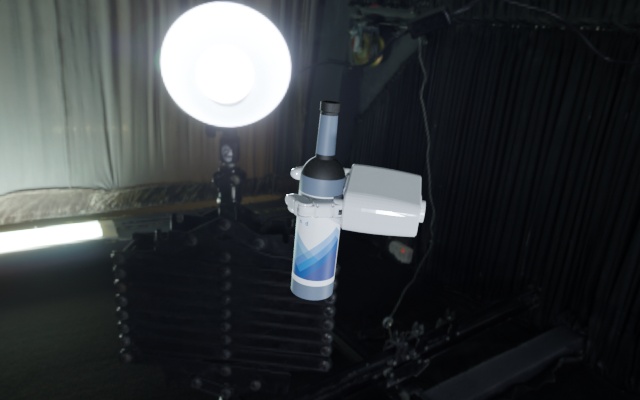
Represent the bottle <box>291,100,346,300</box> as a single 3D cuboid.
[{"bbox_3d":[0.000,0.003,0.707,0.069,0.296,0.069,5,19,-2],"label":"bottle"}]
